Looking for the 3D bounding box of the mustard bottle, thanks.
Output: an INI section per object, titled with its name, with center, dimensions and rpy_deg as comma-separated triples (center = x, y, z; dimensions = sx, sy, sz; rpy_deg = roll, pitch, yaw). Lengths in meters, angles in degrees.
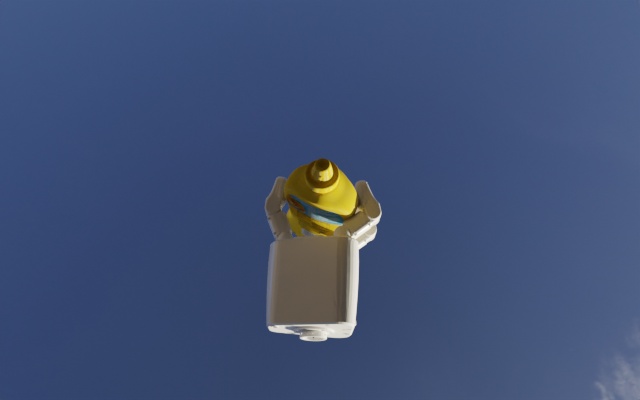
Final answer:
[mustard bottle]
center = 0.000, 0.002, 0.622
dimensions = 0.096, 0.058, 0.192
rpy_deg = 24, -24, 10
